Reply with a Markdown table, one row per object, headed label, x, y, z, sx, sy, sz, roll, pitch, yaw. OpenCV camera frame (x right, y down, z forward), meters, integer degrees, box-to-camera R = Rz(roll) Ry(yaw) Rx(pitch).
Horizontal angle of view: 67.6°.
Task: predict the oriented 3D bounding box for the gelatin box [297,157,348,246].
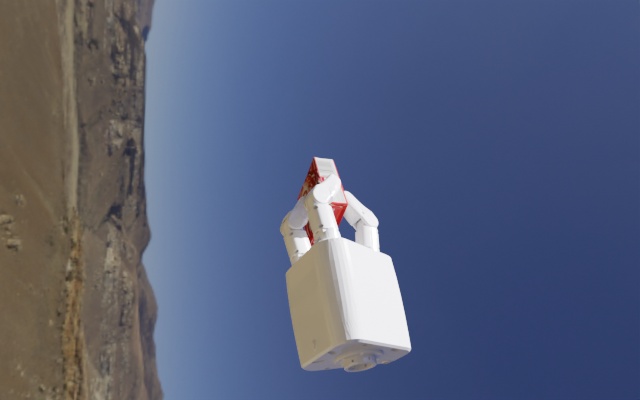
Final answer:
| label | x | y | z | sx | sy | sz | roll | pitch | yaw |
| --- | --- | --- | --- | --- | --- | --- | --- | --- | --- |
| gelatin box | 0.000 | 0.002 | 0.593 | 0.030 | 0.073 | 0.089 | 6 | 41 | -21 |
